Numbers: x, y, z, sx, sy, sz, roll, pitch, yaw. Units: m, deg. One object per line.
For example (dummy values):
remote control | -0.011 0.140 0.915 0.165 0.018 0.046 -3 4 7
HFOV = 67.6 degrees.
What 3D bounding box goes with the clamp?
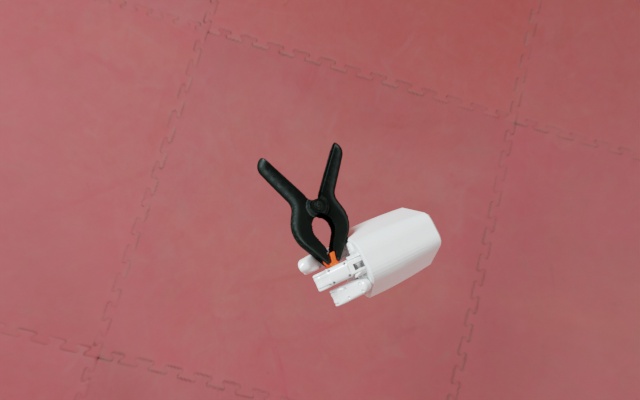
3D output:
clamp | 0.000 0.002 0.643 0.120 0.171 0.039 -24 -5 -12
